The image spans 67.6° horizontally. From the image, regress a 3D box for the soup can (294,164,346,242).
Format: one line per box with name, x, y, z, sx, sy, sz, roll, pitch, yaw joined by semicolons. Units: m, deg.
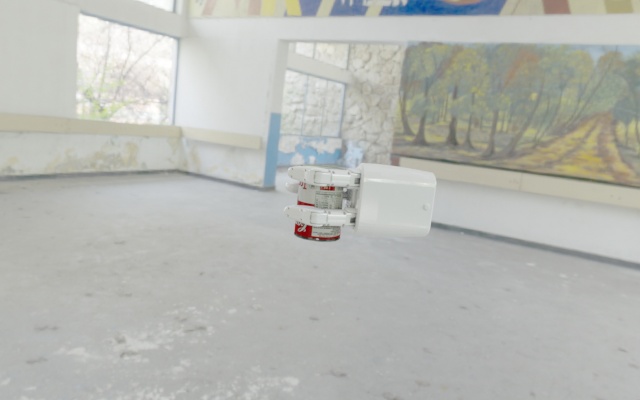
soup can;0.000;0.002;0.687;0.068;0.102;0.068;6;9;-1
